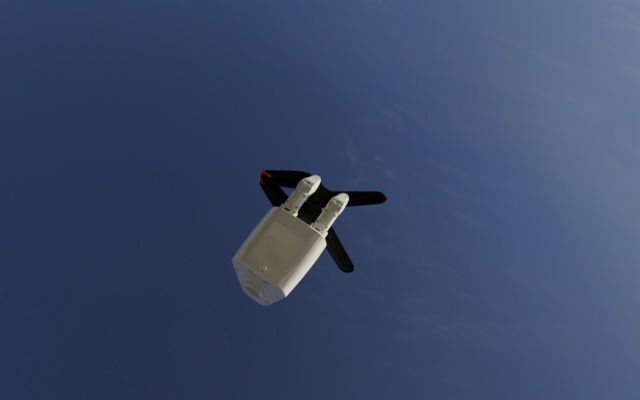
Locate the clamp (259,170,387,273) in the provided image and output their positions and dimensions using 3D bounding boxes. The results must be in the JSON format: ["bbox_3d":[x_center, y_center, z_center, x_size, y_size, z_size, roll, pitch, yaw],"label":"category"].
[{"bbox_3d":[-0.001,0.003,0.780,0.210,0.164,0.036,33,-36,7],"label":"clamp"}]
